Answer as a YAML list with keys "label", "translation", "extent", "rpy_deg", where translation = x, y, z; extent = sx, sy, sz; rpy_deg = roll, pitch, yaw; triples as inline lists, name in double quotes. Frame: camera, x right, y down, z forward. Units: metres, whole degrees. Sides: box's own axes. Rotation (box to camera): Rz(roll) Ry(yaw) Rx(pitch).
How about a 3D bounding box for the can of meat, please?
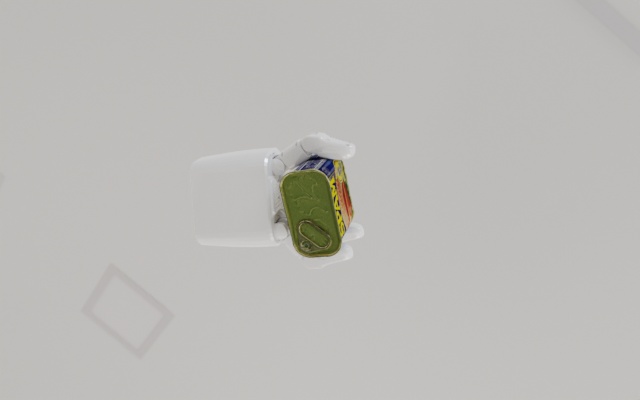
- label: "can of meat"
  translation: [0.000, 0.002, 0.551]
  extent: [0.057, 0.102, 0.084]
  rpy_deg: [-6, 19, 18]
